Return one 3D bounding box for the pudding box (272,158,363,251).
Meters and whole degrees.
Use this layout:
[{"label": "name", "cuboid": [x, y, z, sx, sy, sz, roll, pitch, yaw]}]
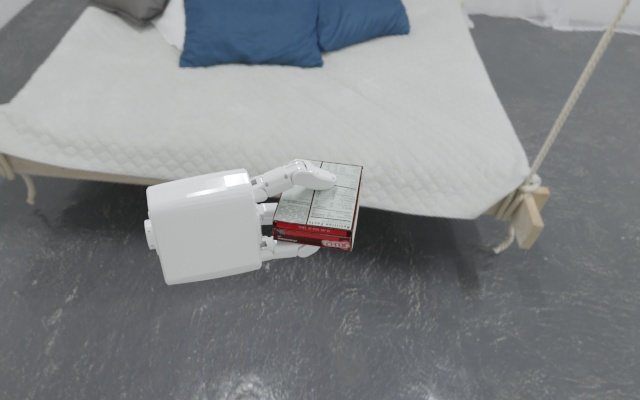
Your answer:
[{"label": "pudding box", "cuboid": [0.000, 0.002, 0.554, 0.090, 0.113, 0.039, 8, -43, 6]}]
